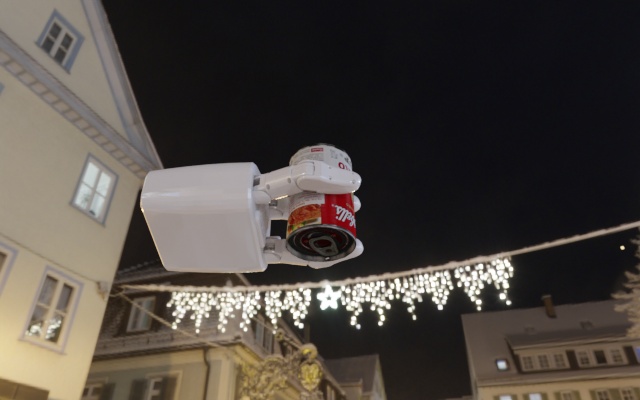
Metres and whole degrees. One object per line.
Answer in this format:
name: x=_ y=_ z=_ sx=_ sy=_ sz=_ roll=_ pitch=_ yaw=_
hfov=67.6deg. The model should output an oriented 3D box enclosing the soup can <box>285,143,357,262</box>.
soup can: x=0.001 y=0.001 z=0.482 sx=0.068 sy=0.102 sz=0.069 roll=0 pitch=-35 yaw=0
